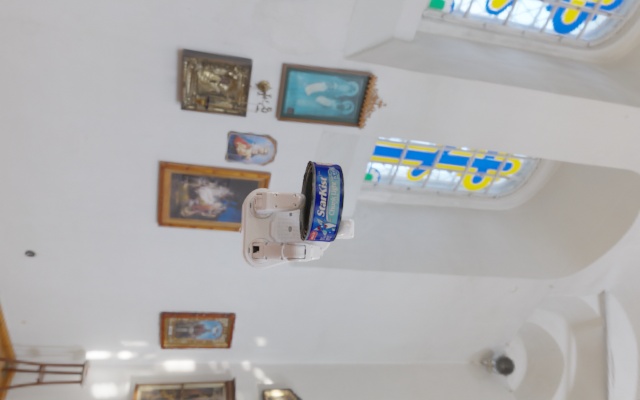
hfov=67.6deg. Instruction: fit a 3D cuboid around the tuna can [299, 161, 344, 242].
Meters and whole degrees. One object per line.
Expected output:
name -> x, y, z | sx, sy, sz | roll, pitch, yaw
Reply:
tuna can -> 0.001, 0.002, 0.512 | 0.034, 0.086, 0.086 | 5, -1, -10
